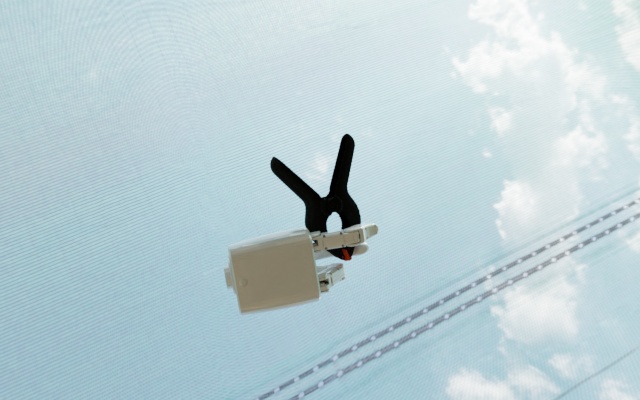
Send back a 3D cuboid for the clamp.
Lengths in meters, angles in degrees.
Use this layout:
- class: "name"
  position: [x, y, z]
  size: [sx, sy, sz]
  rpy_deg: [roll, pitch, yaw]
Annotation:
- class: "clamp"
  position: [0.000, 0.002, 0.643]
  size: [0.120, 0.171, 0.039]
  rpy_deg: [-10, 6, -13]
